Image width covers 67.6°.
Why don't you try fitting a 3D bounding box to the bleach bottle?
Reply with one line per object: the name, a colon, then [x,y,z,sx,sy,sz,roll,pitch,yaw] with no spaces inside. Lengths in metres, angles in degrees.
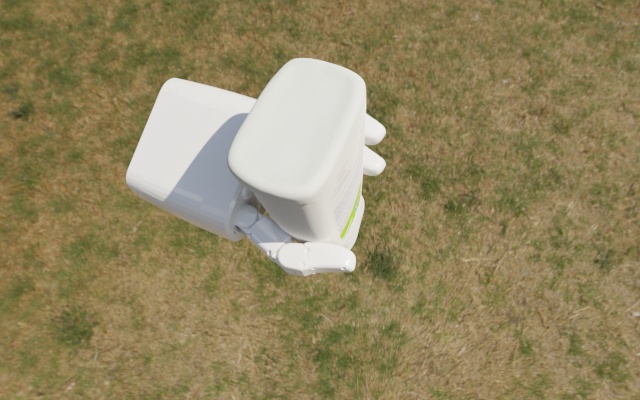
bleach bottle: [0.000,0.001,0.402,0.068,0.102,0.251,21,-20,15]
